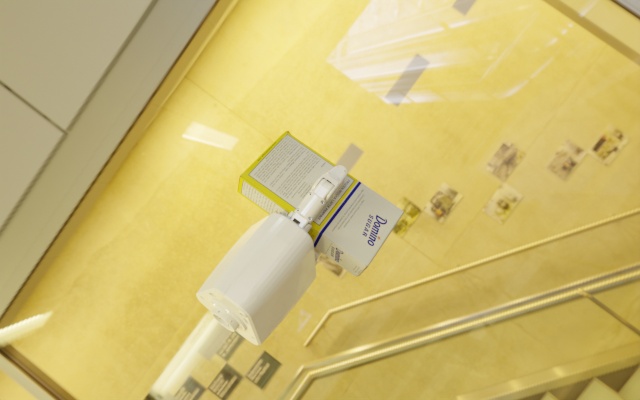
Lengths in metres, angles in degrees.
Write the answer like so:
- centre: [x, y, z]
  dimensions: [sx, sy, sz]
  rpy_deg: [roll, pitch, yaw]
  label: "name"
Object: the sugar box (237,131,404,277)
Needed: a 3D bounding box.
- centre: [0.000, 0.002, 0.565]
  dimensions: [0.176, 0.093, 0.048]
  rpy_deg: [37, -31, 5]
  label: "sugar box"
